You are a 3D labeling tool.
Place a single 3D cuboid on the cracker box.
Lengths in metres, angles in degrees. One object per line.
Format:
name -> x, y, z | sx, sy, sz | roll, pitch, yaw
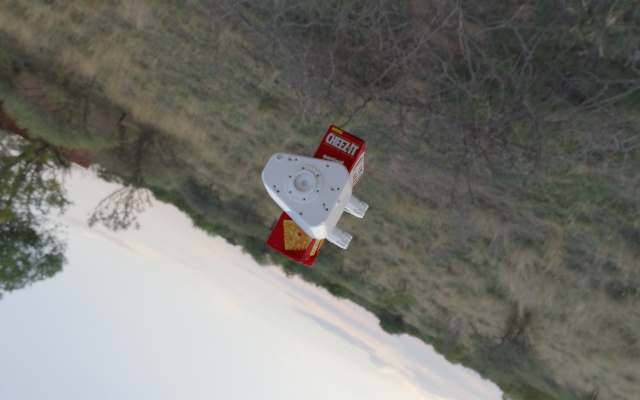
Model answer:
cracker box -> 0.000, 0.003, 0.803 | 0.072, 0.213, 0.164 | 28, -7, 8
